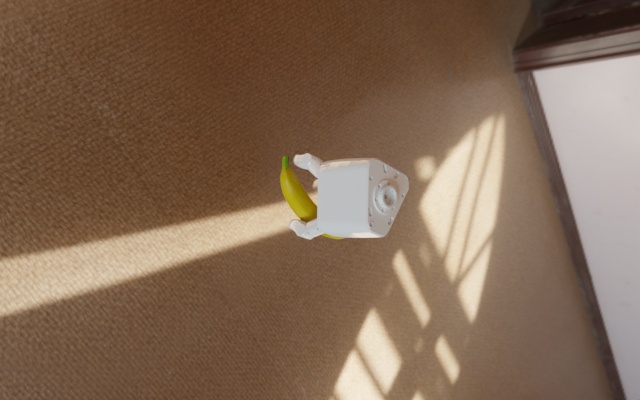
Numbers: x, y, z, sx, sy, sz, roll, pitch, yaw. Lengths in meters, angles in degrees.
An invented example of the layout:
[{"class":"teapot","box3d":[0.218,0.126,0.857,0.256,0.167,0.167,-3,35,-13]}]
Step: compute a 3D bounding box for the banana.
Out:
[{"class":"banana","box3d":[-0.011,0.014,0.824,0.037,0.069,0.198,-7,-50,48]}]
